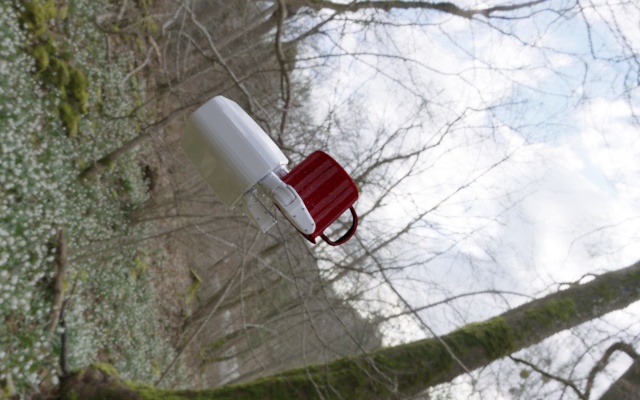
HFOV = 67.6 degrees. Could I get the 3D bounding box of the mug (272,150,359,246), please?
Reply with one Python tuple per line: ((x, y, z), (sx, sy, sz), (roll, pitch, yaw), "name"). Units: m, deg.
((0.001, 0.003, 0.586), (0.081, 0.117, 0.093), (-41, 5, -10), "mug")
